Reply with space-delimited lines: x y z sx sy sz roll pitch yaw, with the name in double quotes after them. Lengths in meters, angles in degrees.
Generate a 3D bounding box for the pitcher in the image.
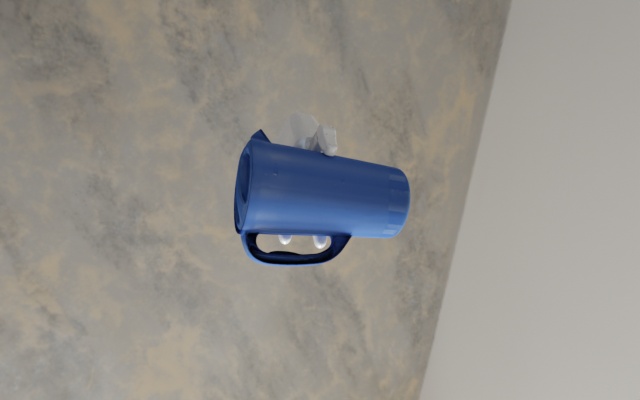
0.000 0.002 0.686 0.243 0.149 0.145 7 31 -18 "pitcher"
